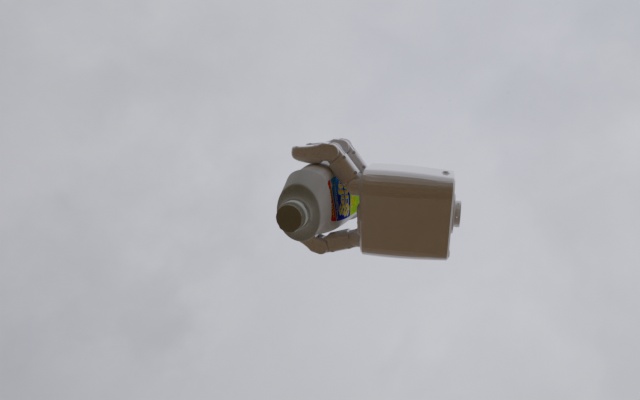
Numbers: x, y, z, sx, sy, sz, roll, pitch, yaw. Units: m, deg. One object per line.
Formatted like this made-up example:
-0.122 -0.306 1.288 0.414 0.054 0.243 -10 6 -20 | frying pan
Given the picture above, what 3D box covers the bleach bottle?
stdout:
0.000 0.002 0.598 0.068 0.102 0.250 4 13 14 | bleach bottle
